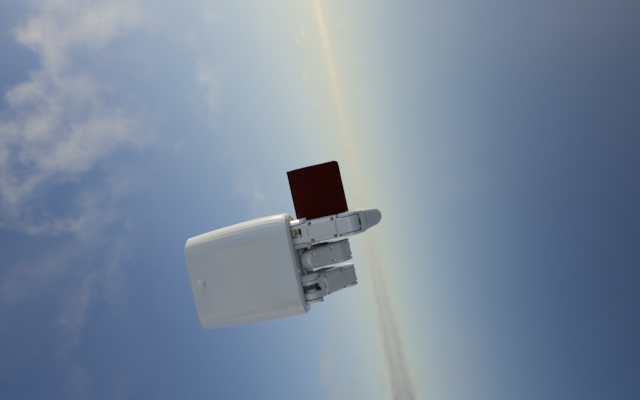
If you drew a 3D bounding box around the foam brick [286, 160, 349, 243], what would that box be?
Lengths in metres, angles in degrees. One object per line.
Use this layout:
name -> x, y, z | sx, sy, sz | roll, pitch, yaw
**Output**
foam brick -> 0.000, 0.001, 0.494 | 0.051, 0.078, 0.053 | -12, 0, 6
